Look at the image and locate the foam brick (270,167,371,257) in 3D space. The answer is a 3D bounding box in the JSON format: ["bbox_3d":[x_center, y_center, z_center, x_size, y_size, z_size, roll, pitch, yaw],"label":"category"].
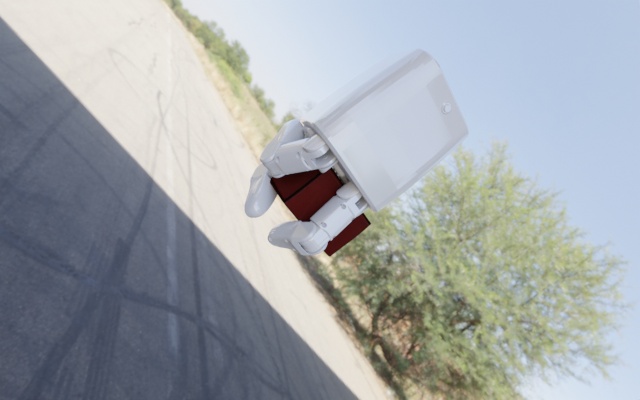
[{"bbox_3d":[0.000,0.002,0.436,0.051,0.078,0.053,-38,33,-1],"label":"foam brick"}]
